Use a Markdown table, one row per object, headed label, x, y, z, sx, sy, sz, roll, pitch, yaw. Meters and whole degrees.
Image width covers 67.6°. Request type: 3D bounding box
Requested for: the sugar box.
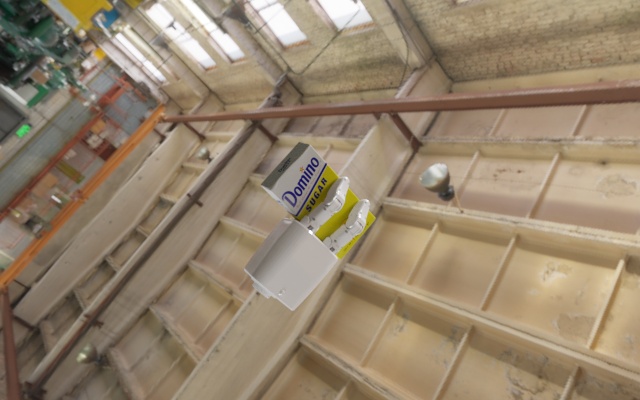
| label | x | y | z | sx | sy | sz | roll | pitch | yaw |
| --- | --- | --- | --- | --- | --- | --- | --- | --- | --- |
| sugar box | 0.000 | 0.003 | 0.747 | 0.176 | 0.093 | 0.048 | 46 | -11 | -30 |
